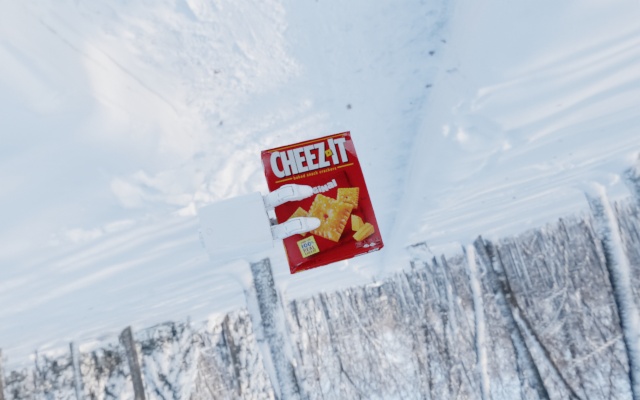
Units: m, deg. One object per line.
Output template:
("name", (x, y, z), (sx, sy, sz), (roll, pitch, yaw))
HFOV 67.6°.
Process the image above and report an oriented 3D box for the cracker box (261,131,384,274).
("cracker box", (0.000, 0.003, 0.824), (0.164, 0.213, 0.072), (-14, -10, -8))
